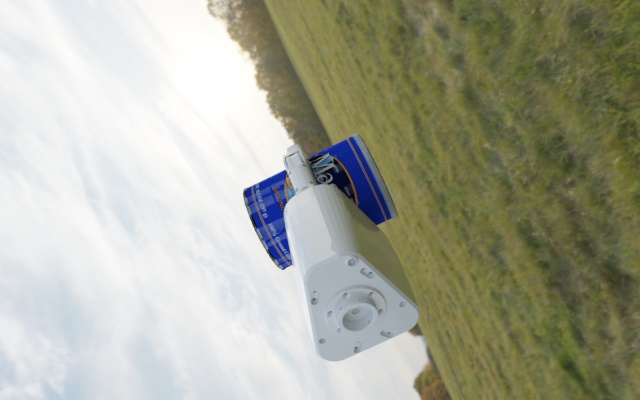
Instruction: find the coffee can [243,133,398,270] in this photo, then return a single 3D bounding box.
[{"bbox_3d":[0.000,0.002,0.531,0.140,0.103,0.103,-26,-2,4],"label":"coffee can"}]
